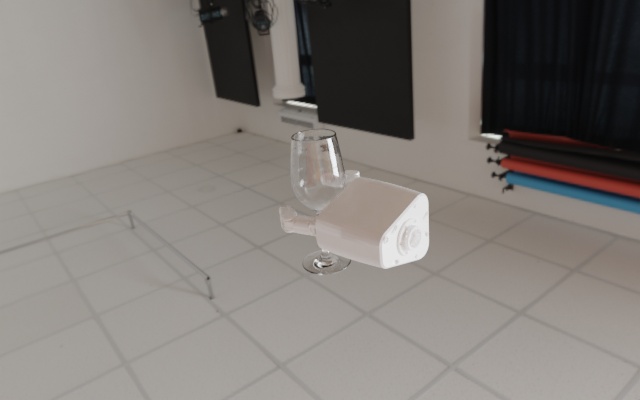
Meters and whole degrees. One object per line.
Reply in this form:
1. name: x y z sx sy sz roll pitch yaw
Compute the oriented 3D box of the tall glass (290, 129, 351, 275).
1. tall glass: 0.000 0.003 0.686 0.079 0.201 0.079 -5 23 2
